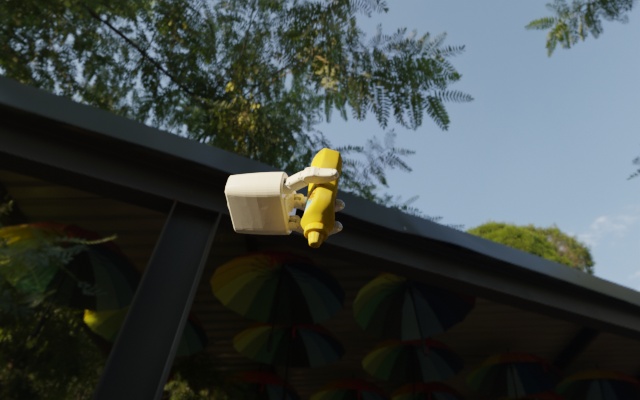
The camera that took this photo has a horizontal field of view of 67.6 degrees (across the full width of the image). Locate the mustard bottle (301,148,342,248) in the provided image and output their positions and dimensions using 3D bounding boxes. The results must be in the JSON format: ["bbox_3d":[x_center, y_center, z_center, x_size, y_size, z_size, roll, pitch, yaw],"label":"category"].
[{"bbox_3d":[0.001,0.003,0.856,0.058,0.191,0.096,16,-42,-8],"label":"mustard bottle"}]
